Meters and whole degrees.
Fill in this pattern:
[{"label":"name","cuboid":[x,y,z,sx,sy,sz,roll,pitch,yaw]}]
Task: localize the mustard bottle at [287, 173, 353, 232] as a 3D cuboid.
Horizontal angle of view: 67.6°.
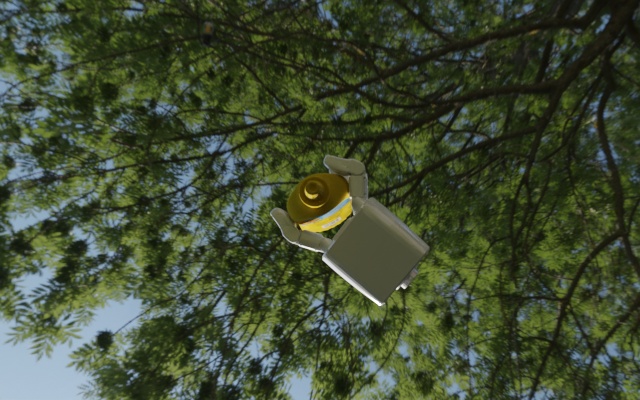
[{"label":"mustard bottle","cuboid":[0.000,0.002,0.697,0.096,0.058,0.192,-26,-12,1]}]
